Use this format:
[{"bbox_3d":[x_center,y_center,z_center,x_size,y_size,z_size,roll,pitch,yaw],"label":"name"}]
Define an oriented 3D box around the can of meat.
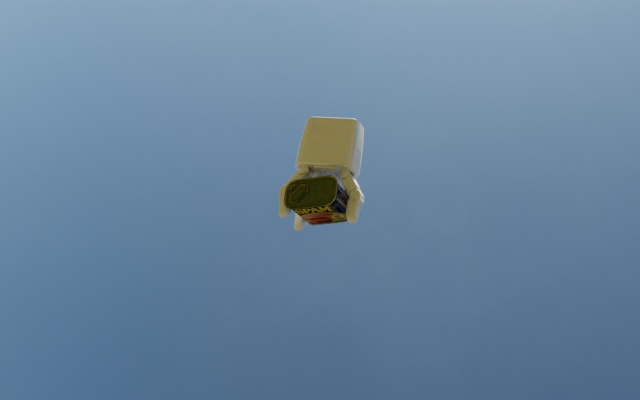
[{"bbox_3d":[0.000,0.003,0.848,0.102,0.057,0.084,-6,-28,27],"label":"can of meat"}]
